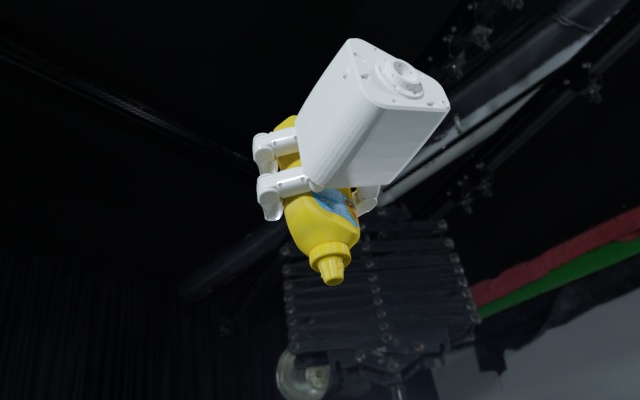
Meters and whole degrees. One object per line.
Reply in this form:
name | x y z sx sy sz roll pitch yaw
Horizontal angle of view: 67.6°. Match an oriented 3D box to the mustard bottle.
mustard bottle | 0.000 0.002 0.514 0.058 0.191 0.096 -31 -41 26
